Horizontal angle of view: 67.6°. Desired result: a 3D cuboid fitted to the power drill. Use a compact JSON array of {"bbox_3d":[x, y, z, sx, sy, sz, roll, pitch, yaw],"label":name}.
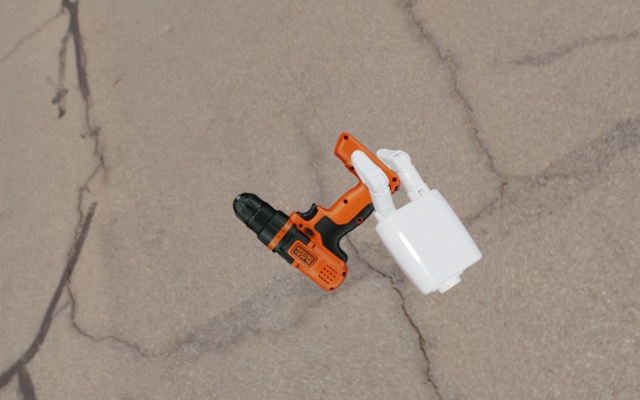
[{"bbox_3d":[0.001,0.002,0.645,0.184,0.187,0.057,39,4,-5],"label":"power drill"}]
